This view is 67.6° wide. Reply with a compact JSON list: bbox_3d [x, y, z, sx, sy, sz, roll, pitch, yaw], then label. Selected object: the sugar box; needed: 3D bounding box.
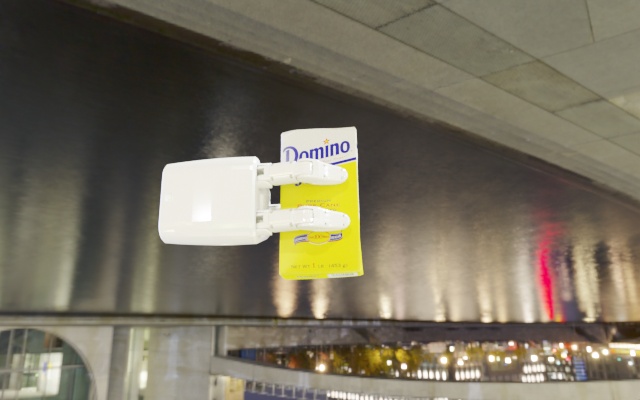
[{"bbox_3d":[0.000,0.002,0.563,0.093,0.176,0.048,-3,-16,5],"label":"sugar box"}]
